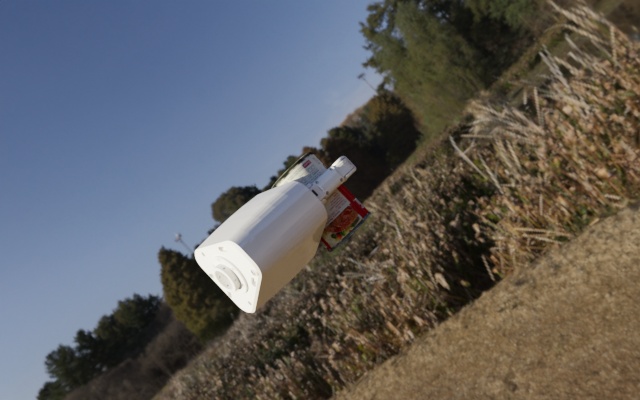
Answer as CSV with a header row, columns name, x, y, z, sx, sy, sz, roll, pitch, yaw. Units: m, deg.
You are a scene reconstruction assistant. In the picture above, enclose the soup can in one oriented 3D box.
name,x,y,z,sx,sy,sz,roll,pitch,yaw
soup can,0.000,0.001,0.563,0.068,0.102,0.068,-44,-1,-1
